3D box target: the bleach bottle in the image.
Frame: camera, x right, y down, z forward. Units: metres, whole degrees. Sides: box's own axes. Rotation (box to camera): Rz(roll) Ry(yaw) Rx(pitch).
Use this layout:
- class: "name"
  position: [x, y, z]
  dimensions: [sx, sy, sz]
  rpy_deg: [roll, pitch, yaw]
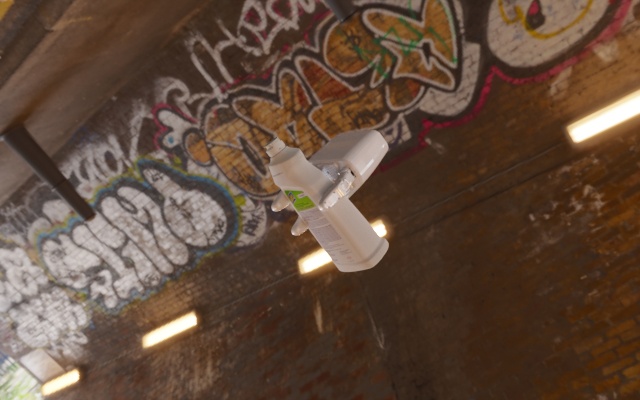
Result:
- class: "bleach bottle"
  position: [0.000, 0.003, 0.776]
  dimensions: [0.102, 0.251, 0.068]
  rpy_deg: [-19, 22, 51]
